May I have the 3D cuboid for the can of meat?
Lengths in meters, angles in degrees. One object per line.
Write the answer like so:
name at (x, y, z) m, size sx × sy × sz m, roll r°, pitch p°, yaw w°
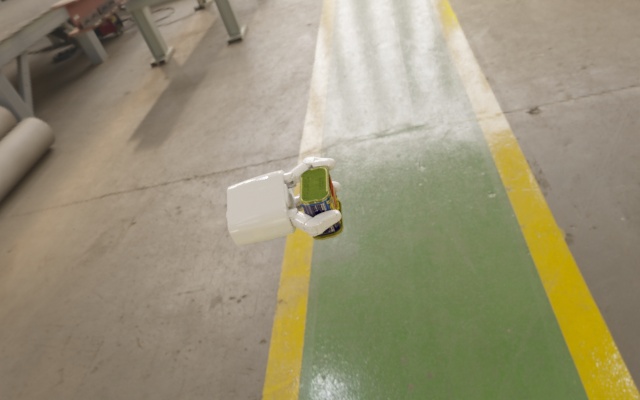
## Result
can of meat at (0.000, 0.002, 0.824) m, size 0.057 × 0.084 × 0.102 m, roll -14°, pitch 37°, yaw 9°
